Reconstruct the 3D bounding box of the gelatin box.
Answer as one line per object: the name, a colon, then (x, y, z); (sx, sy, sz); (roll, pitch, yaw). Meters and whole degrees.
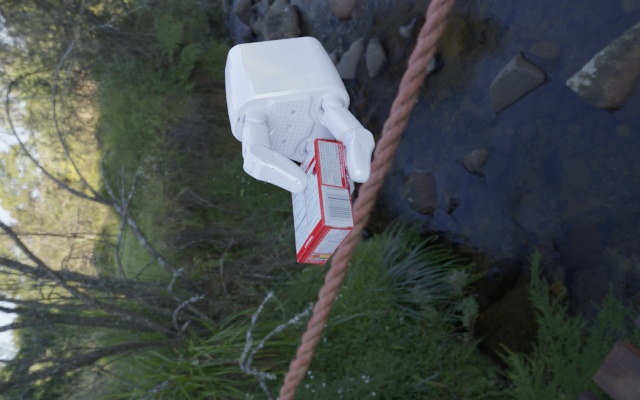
gelatin box: (0.000, 0.002, 0.422); (0.030, 0.089, 0.073); (6, -33, -19)
